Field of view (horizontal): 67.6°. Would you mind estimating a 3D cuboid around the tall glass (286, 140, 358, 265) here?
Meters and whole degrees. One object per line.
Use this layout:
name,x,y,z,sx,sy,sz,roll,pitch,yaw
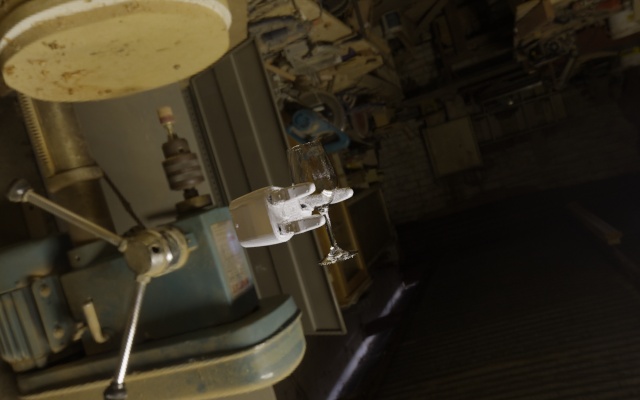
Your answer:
tall glass,0.000,0.003,0.809,0.079,0.201,0.079,-17,2,1
